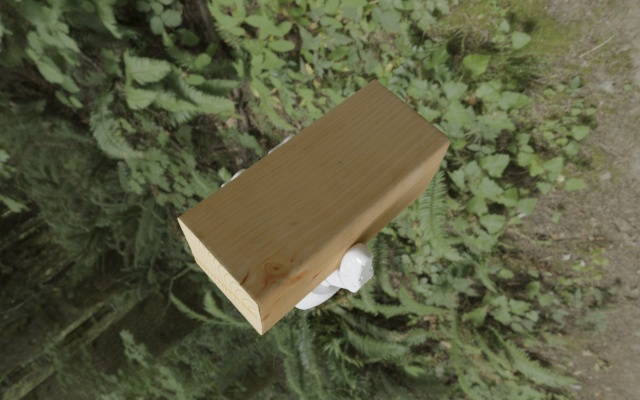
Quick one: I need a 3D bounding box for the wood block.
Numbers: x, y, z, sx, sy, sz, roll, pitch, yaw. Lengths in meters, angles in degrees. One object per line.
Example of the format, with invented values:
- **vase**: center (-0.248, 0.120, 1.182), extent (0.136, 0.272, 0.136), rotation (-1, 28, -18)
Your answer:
- **wood block**: center (0.000, 0.002, 0.401), extent (0.206, 0.091, 0.090), rotation (-39, -19, -22)
